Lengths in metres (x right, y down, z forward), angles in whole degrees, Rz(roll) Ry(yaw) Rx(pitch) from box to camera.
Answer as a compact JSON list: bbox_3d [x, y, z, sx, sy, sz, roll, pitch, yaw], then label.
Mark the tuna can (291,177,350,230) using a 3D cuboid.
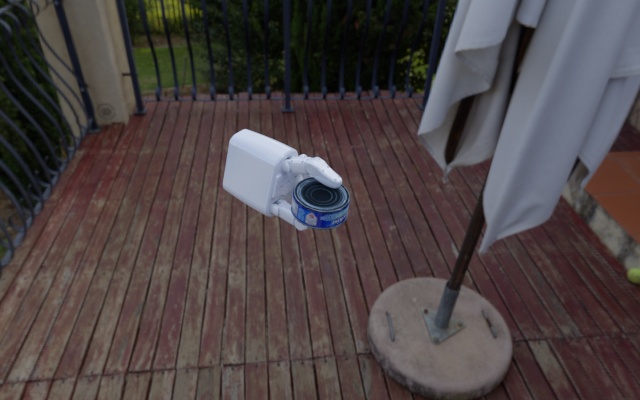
[{"bbox_3d":[0.000,0.002,0.704,0.086,0.034,0.086,6,38,-5],"label":"tuna can"}]
